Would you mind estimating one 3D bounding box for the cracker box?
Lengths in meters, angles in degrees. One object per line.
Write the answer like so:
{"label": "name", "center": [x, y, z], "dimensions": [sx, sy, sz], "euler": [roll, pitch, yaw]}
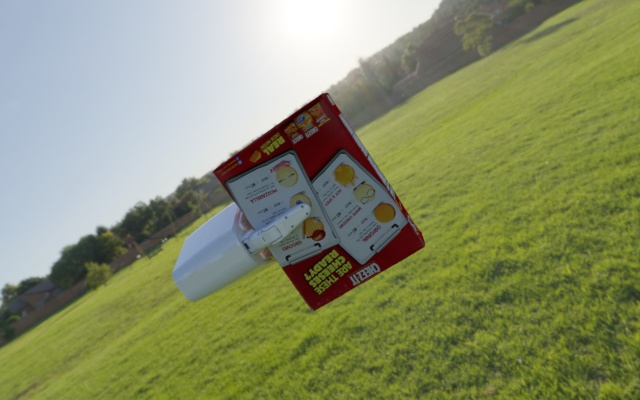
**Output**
{"label": "cracker box", "center": [0.000, 0.002, 0.587], "dimensions": [0.164, 0.214, 0.072], "euler": [-33, 8, 15]}
